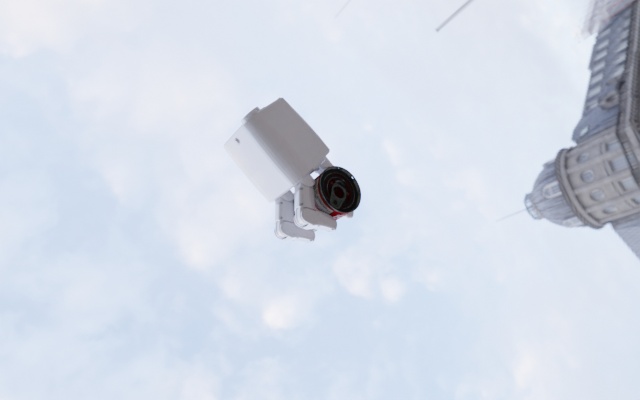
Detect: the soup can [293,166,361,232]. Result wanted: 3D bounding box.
[{"bbox_3d":[0.000,0.003,0.678,0.068,0.068,0.102,0,-20,-36],"label":"soup can"}]
